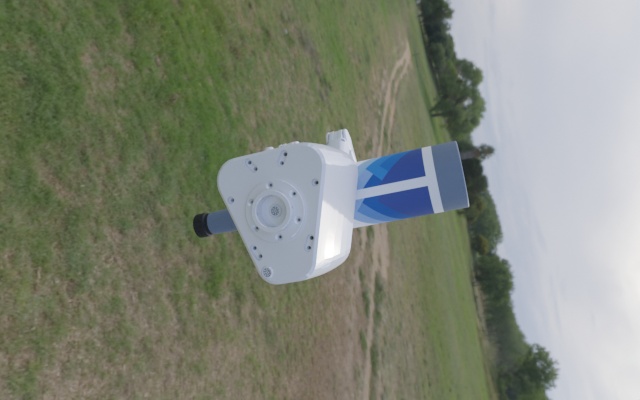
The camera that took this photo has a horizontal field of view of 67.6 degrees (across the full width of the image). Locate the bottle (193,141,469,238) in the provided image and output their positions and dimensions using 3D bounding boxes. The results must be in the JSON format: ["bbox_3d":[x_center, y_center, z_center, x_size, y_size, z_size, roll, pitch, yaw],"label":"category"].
[{"bbox_3d":[0.000,0.002,0.507,0.296,0.069,0.069,-11,-3,16],"label":"bottle"}]
